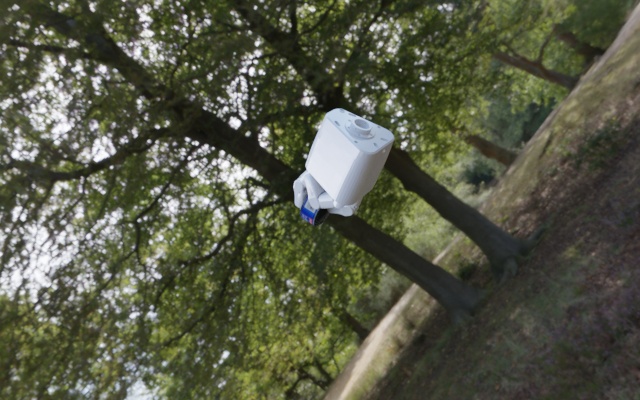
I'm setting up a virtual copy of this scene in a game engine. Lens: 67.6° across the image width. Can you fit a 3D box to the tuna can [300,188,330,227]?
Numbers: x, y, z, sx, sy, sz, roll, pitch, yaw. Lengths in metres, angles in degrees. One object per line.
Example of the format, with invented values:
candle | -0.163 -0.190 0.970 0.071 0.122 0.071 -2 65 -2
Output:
tuna can | 0.000 0.003 0.866 0.033 0.086 0.086 32 9 16
